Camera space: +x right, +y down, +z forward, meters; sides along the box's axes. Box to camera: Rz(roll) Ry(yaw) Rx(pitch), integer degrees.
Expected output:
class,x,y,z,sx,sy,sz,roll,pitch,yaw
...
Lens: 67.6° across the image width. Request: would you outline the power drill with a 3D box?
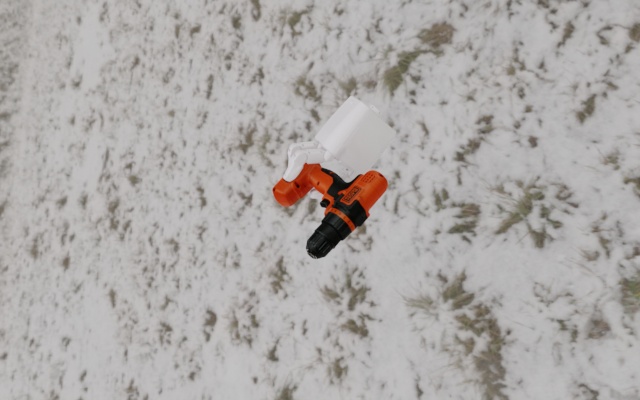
class,x,y,z,sx,sy,sz,roll,pitch,yaw
power drill,0.000,0.002,0.834,0.187,0.184,0.057,27,-24,43
